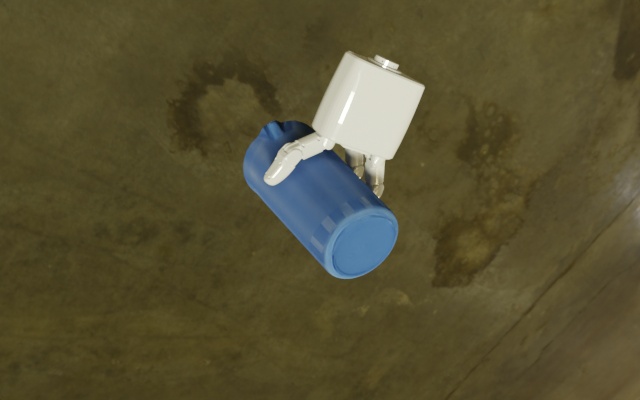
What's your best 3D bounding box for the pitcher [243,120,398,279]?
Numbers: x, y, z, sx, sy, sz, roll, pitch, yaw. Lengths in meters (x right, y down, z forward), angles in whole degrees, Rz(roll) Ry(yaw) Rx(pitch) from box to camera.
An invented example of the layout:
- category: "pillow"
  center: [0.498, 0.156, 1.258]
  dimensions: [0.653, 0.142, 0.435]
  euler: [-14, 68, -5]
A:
- category: "pitcher"
  center: [0.000, 0.002, 0.668]
  dimensions: [0.149, 0.145, 0.242]
  euler: [10, 25, -38]
